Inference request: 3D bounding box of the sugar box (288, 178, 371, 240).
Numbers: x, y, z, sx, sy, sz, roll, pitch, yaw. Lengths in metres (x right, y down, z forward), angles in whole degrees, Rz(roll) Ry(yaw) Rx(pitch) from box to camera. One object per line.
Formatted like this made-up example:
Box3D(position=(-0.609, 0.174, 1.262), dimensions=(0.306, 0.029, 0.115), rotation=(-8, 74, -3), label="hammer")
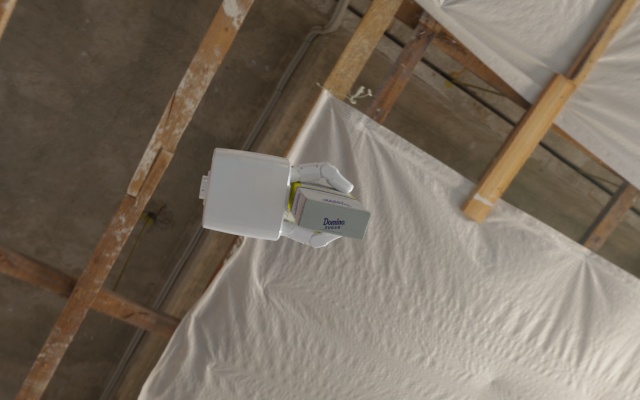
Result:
Box3D(position=(0.000, 0.003, 0.689), dimensions=(0.093, 0.048, 0.176), rotation=(13, 14, -15), label="sugar box")
